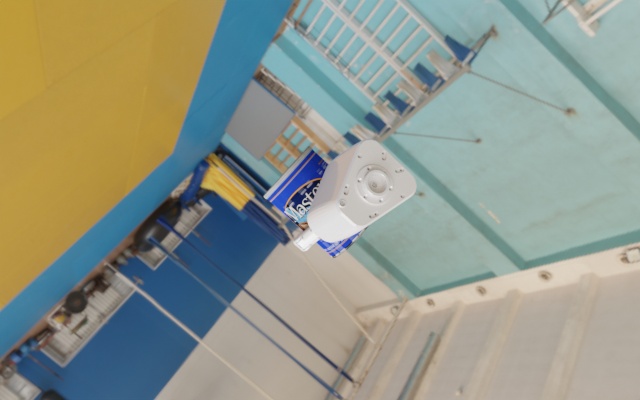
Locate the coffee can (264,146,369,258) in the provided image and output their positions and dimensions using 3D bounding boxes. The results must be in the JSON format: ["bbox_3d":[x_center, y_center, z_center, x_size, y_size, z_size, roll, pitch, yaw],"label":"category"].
[{"bbox_3d":[0.000,0.002,0.719,0.140,0.103,0.103,42,-5,-6],"label":"coffee can"}]
